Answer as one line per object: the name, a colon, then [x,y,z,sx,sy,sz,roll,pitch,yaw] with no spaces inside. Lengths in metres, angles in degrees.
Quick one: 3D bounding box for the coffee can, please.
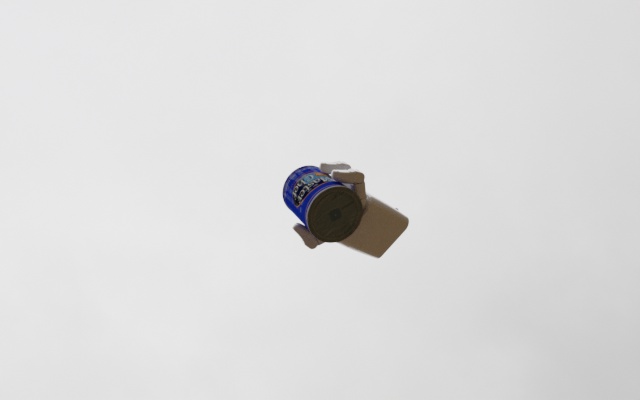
coffee can: [0.000,0.003,0.867,0.103,0.103,0.140,0,19,-23]
